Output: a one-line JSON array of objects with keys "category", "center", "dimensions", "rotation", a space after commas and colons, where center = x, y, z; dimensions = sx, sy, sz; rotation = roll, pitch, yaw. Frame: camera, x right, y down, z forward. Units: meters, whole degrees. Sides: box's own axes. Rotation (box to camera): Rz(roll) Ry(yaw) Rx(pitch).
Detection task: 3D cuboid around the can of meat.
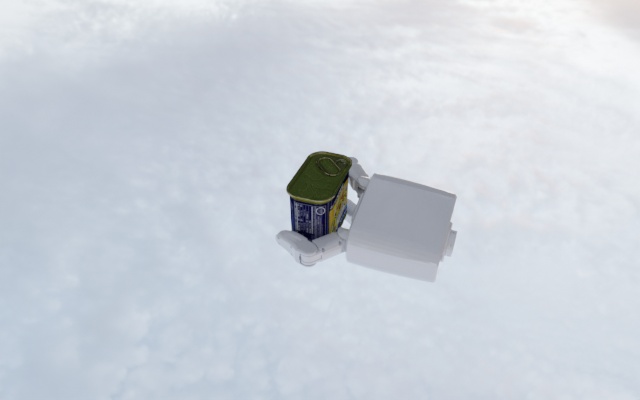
[{"category": "can of meat", "center": [0.000, 0.002, 0.584], "dimensions": [0.057, 0.084, 0.102], "rotation": [12, 39, 15]}]
